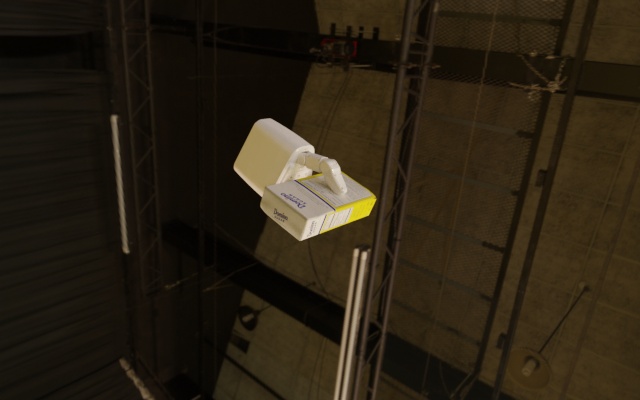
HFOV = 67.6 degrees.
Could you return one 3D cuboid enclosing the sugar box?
[{"bbox_3d":[0.000,0.003,0.749,0.093,0.048,0.176,37,35,29],"label":"sugar box"}]
